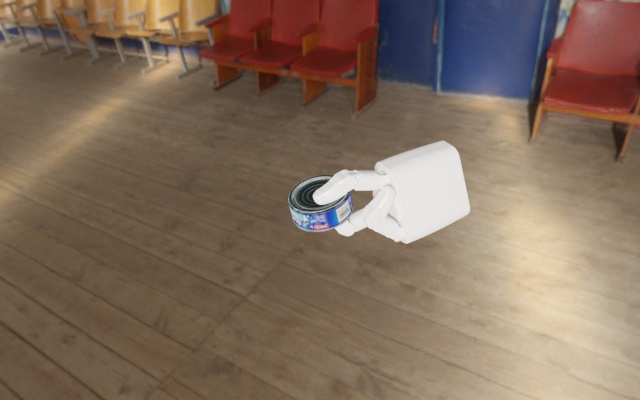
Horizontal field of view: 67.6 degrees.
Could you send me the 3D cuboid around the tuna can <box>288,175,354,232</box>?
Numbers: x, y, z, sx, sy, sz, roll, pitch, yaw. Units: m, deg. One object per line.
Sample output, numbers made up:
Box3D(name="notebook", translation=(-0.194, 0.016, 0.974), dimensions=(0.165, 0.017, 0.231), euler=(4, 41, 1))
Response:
Box3D(name="tuna can", translation=(0.000, 0.002, 0.646), dimensions=(0.086, 0.034, 0.086), euler=(-9, 37, 7))
